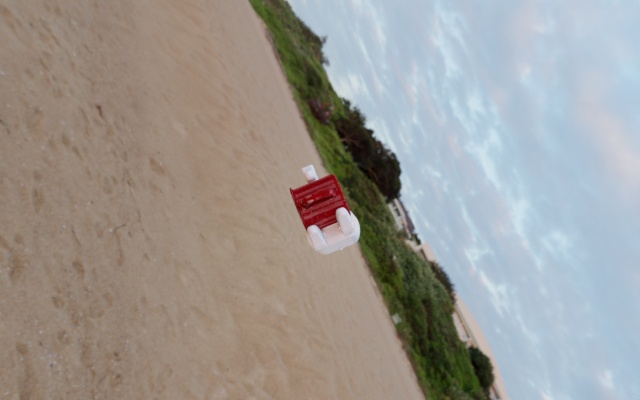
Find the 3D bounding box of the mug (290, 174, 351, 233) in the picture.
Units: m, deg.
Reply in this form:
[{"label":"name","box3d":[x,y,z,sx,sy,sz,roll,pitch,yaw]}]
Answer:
[{"label":"mug","box3d":[0.000,0.002,0.814,0.081,0.093,0.117,-23,-15,1]}]
